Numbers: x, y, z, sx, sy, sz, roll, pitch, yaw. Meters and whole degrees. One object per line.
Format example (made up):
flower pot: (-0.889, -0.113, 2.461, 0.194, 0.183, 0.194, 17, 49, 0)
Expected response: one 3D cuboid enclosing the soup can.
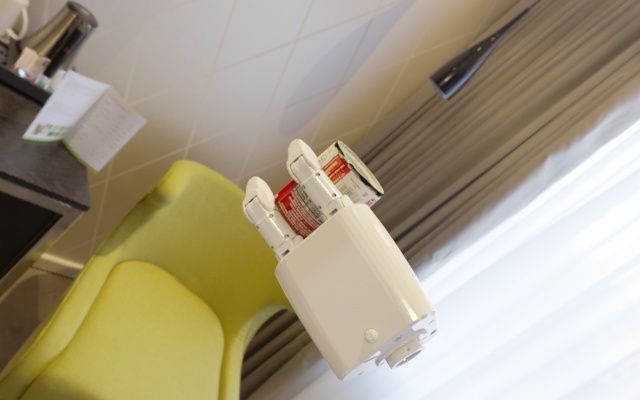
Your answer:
soup can: (0.000, 0.001, 0.450, 0.102, 0.068, 0.068, -41, -11, 13)
